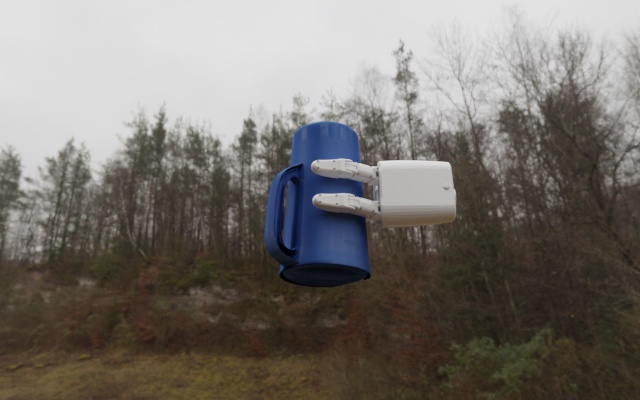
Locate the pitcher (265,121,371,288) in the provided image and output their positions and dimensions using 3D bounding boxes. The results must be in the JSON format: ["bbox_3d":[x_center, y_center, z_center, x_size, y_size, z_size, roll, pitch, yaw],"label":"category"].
[{"bbox_3d":[0.000,0.002,0.726,0.145,0.242,0.149,-1,-23,2],"label":"pitcher"}]
